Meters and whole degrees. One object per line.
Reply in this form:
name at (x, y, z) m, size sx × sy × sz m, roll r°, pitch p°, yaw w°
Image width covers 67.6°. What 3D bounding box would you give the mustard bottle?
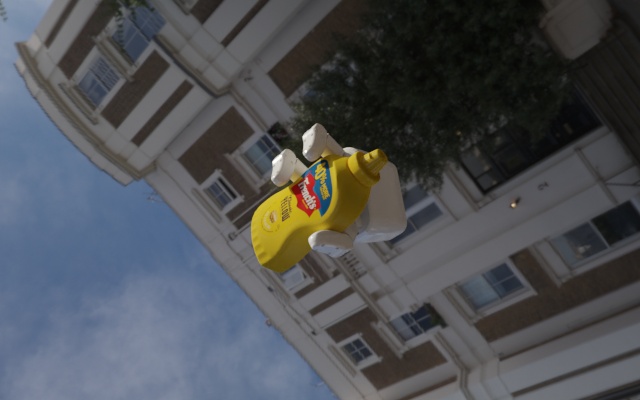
mustard bottle at (0.000, 0.002, 0.558) m, size 0.192 × 0.096 × 0.058 m, roll -36°, pitch -48°, yaw 29°
